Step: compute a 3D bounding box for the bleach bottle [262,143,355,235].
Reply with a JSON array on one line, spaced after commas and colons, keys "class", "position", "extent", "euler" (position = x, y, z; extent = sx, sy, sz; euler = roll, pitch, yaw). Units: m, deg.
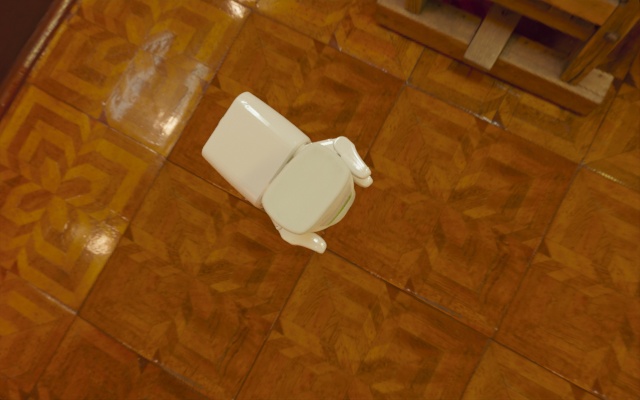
[{"class": "bleach bottle", "position": [0.000, 0.002, 0.628], "extent": [0.068, 0.102, 0.251], "euler": [40, -2, 10]}]
